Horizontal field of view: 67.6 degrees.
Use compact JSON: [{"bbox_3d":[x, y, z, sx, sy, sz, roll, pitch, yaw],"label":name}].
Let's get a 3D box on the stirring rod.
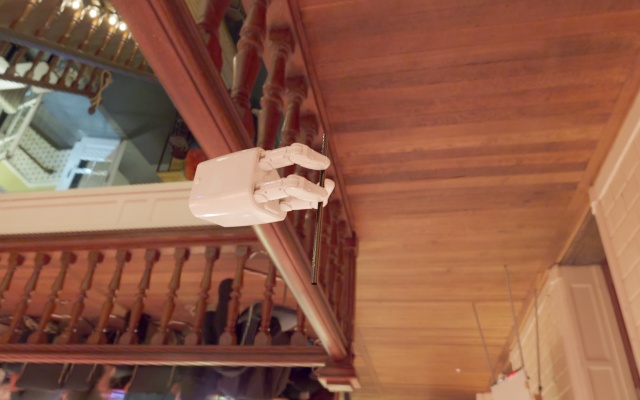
[{"bbox_3d":[0.000,0.002,0.656,0.011,0.239,0.011,3,-32,2],"label":"stirring rod"}]
